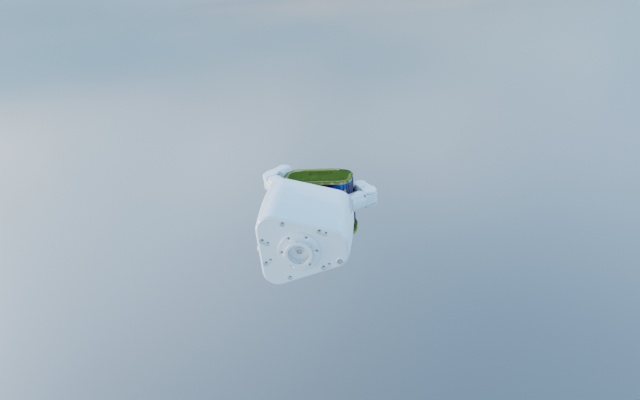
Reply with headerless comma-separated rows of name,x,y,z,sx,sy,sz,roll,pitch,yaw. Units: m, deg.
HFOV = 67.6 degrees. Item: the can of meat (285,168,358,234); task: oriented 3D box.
can of meat,0.000,0.002,0.683,0.102,0.084,0.057,-2,25,9
